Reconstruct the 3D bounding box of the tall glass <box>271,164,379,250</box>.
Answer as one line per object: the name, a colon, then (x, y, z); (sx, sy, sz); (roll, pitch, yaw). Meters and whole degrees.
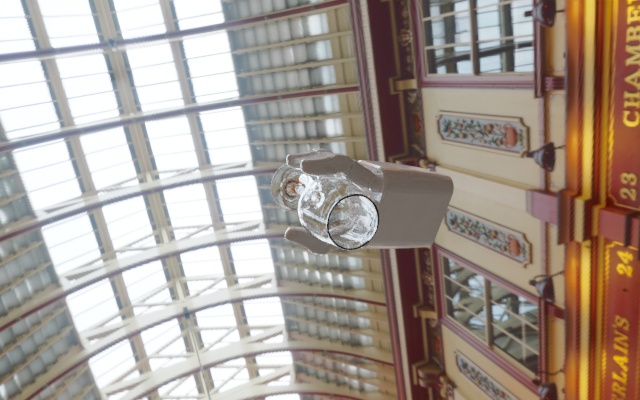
tall glass: (0.000, 0.002, 0.597); (0.079, 0.079, 0.201); (0, 13, -21)
